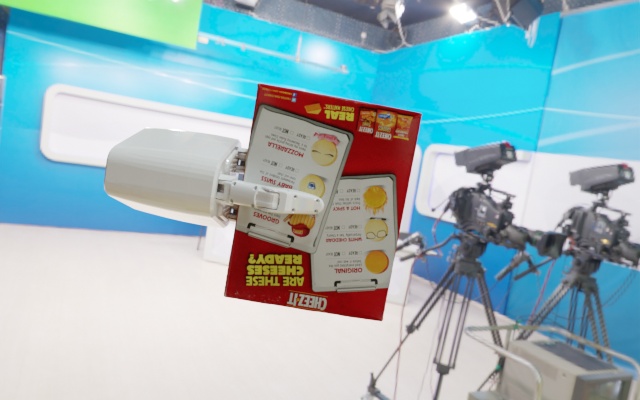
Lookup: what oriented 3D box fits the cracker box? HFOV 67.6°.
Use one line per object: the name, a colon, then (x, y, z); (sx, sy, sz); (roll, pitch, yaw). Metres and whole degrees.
cracker box: (0.000, 0.001, 0.497); (0.164, 0.214, 0.072); (10, 6, -2)
